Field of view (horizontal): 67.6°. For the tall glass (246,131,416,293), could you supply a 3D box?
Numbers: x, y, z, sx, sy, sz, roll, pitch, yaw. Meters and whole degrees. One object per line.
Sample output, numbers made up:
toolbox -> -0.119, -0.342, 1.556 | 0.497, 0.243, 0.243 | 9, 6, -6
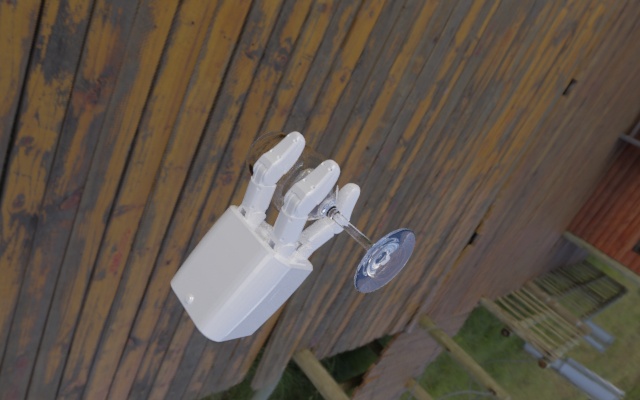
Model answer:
tall glass -> 0.001, 0.002, 0.494 | 0.079, 0.079, 0.201 | 0, 34, -46
